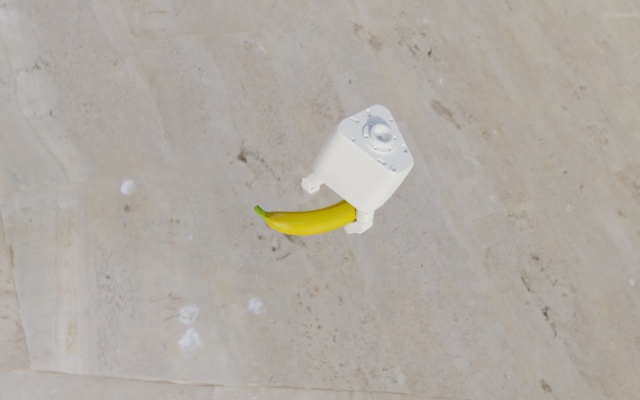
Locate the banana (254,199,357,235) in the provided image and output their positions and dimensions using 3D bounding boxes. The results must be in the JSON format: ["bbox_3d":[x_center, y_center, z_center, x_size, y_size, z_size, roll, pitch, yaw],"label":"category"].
[{"bbox_3d":[0.002,0.018,0.733,0.198,0.069,0.037,-8,-31,-17],"label":"banana"}]
